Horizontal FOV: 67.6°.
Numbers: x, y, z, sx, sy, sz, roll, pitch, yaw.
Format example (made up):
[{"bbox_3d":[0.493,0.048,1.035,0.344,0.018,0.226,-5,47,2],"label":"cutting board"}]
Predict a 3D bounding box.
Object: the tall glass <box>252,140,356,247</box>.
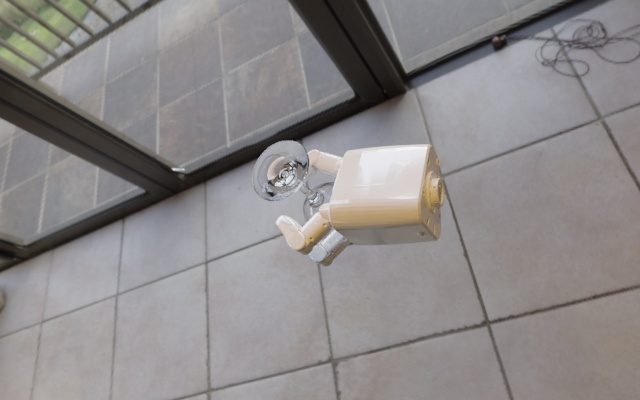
[{"bbox_3d":[0.000,0.002,0.612,0.079,0.079,0.201,0,-21,29],"label":"tall glass"}]
